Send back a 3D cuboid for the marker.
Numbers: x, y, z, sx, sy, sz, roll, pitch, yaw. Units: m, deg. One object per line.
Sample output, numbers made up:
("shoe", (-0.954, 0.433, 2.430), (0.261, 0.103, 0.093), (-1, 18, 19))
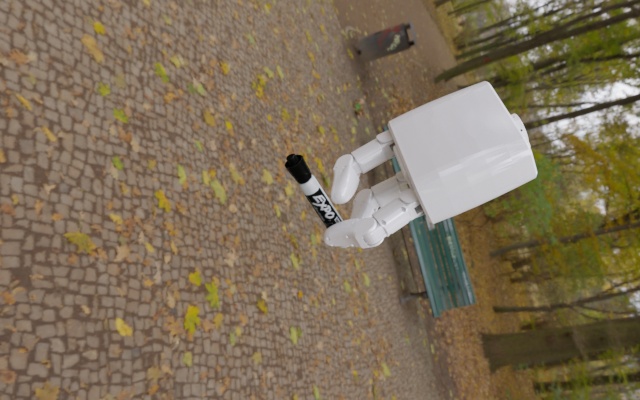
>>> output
("marker", (0.000, 0.002, 0.466), (0.020, 0.020, 0.121), (0, -43, 38))
